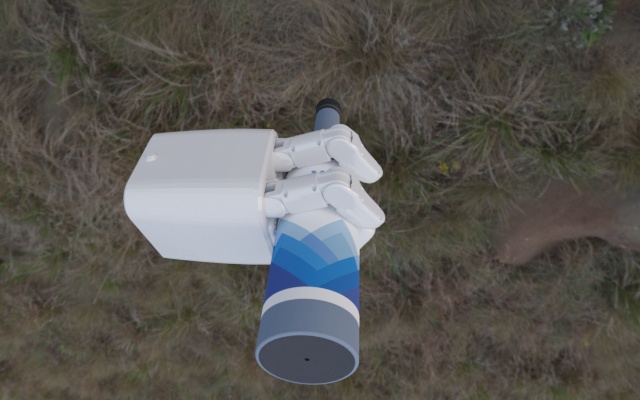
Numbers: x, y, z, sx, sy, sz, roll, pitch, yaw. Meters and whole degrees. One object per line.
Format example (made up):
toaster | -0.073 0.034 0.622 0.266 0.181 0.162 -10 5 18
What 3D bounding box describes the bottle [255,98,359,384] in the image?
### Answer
bottle | 0.000 0.002 0.410 0.069 0.069 0.295 0 43 5
